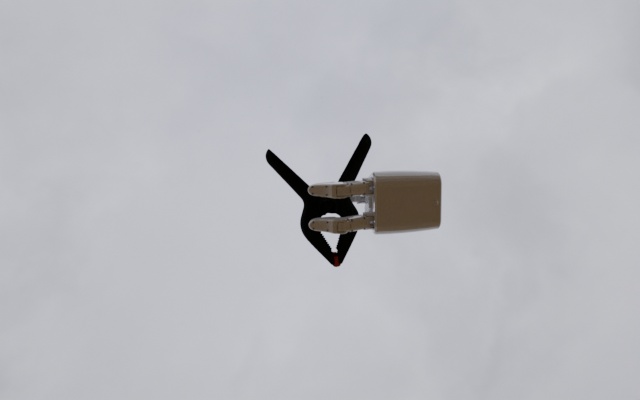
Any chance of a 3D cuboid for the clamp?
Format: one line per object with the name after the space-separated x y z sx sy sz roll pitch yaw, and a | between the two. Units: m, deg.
0.000 0.003 0.755 0.164 0.210 0.036 -2 11 -1 | clamp
